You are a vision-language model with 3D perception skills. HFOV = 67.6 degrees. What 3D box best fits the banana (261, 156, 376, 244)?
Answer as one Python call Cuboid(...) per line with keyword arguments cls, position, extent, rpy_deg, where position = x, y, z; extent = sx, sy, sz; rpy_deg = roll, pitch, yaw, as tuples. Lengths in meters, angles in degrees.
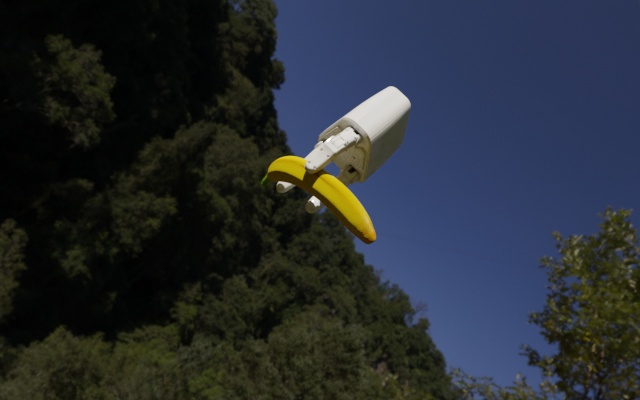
Cuboid(cls="banana", position=(-0.003, -0.013, 0.641), extent=(0.197, 0.070, 0.037), rpy_deg=(30, 53, 29))
